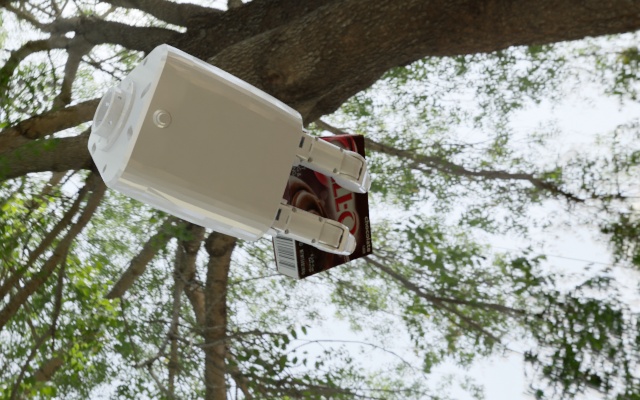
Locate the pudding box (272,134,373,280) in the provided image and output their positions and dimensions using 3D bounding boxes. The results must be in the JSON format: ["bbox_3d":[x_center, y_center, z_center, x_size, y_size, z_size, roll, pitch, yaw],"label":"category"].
[{"bbox_3d":[0.000,0.001,0.413,0.090,0.113,0.039,-13,13,-40],"label":"pudding box"}]
